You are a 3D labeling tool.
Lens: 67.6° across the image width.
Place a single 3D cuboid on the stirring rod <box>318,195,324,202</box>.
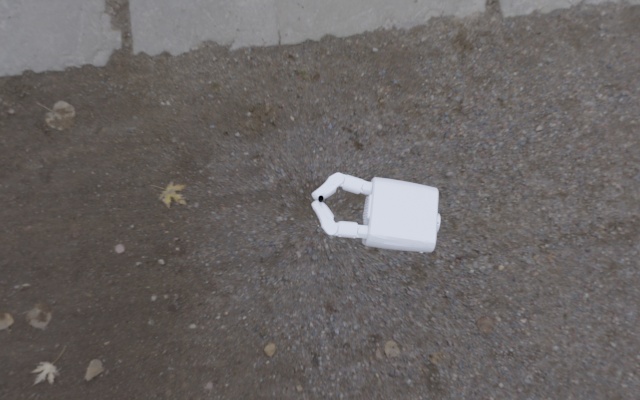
[{"bbox_3d":[0.000,0.003,0.810,0.011,0.011,0.239,0,-3,0],"label":"stirring rod"}]
